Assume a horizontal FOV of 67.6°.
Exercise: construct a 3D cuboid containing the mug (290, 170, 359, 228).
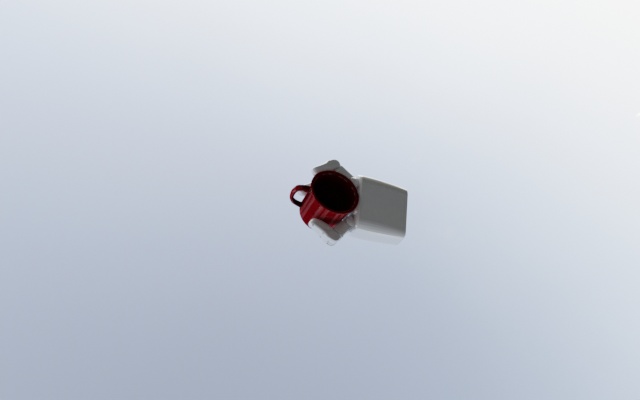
[{"bbox_3d":[-0.001,0.003,0.868,0.117,0.093,0.081,14,-38,-17],"label":"mug"}]
